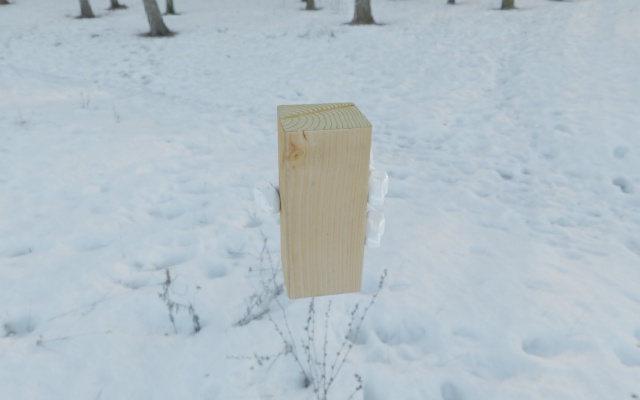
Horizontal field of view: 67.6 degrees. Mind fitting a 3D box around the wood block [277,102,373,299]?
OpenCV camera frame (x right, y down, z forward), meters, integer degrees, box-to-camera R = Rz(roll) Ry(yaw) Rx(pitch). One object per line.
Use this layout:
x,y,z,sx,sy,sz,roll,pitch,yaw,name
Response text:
0.000,0.002,0.549,0.091,0.206,0.090,-4,28,-9,wood block
